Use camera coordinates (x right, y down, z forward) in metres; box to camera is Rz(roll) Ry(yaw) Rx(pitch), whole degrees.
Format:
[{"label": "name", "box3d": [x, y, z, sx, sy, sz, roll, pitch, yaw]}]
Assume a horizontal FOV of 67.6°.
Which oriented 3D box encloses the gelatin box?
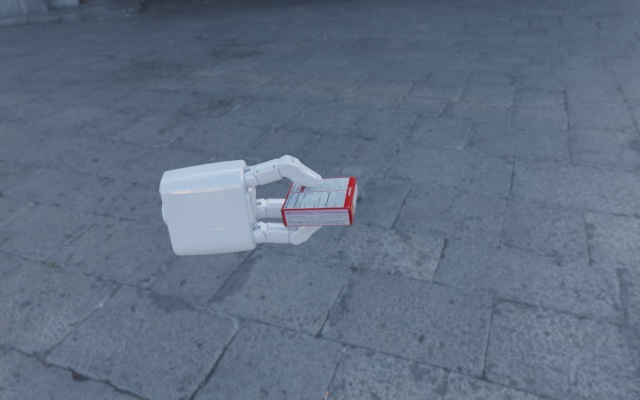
[{"label": "gelatin box", "box3d": [0.000, 0.002, 0.615, 0.089, 0.030, 0.073, -3, 33, 12]}]
